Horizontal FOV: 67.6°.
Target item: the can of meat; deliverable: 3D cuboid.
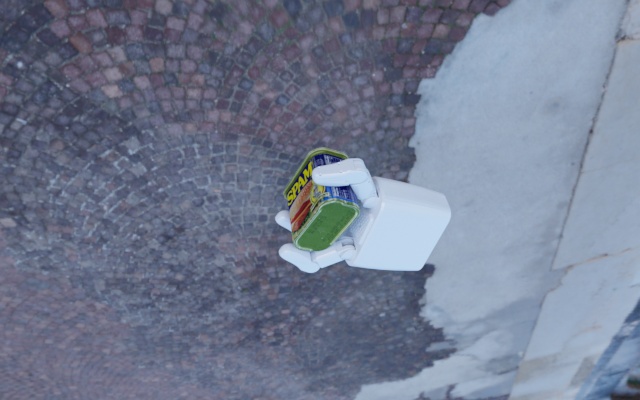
[{"bbox_3d":[0.000,0.002,0.582,0.057,0.084,0.102,13,-45,-27],"label":"can of meat"}]
